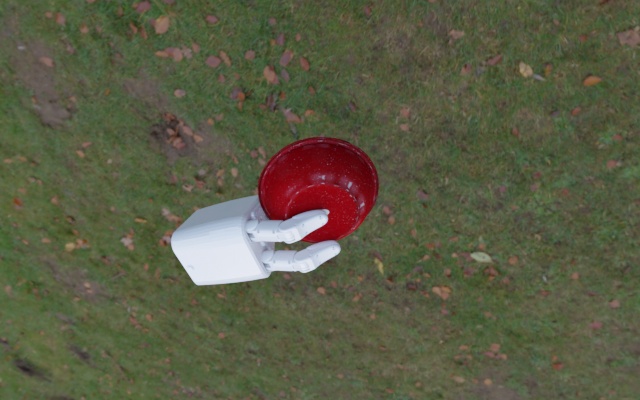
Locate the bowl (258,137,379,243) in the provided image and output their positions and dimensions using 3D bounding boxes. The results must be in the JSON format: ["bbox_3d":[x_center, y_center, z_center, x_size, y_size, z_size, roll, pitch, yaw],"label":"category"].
[{"bbox_3d":[0.001,0.002,0.612,0.162,0.162,0.055,0,35,-6],"label":"bowl"}]
